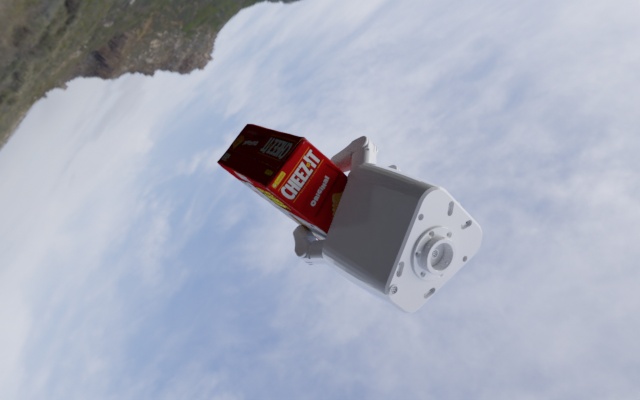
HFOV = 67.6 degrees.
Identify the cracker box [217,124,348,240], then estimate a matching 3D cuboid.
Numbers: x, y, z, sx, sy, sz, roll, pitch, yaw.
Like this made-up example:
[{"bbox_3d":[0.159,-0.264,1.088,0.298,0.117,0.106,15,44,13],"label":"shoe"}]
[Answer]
[{"bbox_3d":[0.000,0.002,0.572,0.214,0.072,0.164,40,-8,-31],"label":"cracker box"}]
